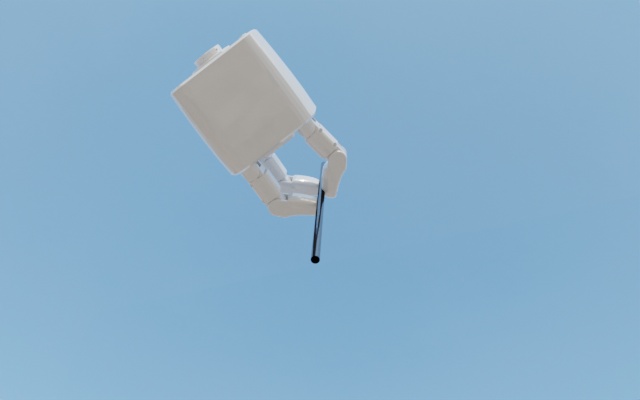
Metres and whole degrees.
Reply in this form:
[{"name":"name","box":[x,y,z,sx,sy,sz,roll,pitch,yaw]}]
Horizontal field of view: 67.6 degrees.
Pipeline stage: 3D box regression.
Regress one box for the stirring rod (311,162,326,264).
[{"name":"stirring rod","box":[0.000,0.002,0.518,0.011,0.011,0.239,0,24,2]}]
